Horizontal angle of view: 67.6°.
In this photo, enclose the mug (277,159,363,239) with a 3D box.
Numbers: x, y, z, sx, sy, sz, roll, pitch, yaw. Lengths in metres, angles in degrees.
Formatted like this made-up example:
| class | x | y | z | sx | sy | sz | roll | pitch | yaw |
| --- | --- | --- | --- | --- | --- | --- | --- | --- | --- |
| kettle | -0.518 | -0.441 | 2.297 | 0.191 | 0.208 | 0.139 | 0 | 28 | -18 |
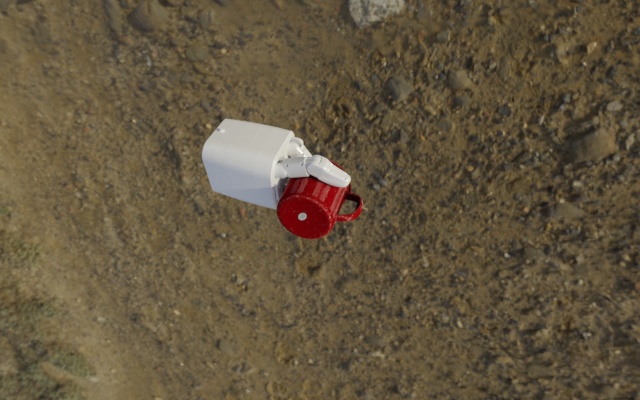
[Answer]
| class | x | y | z | sx | sy | sz | roll | pitch | yaw |
| --- | --- | --- | --- | --- | --- | --- | --- | --- | --- |
| mug | 0.001 | 0.003 | 0.665 | 0.117 | 0.093 | 0.081 | 14 | 43 | 9 |
